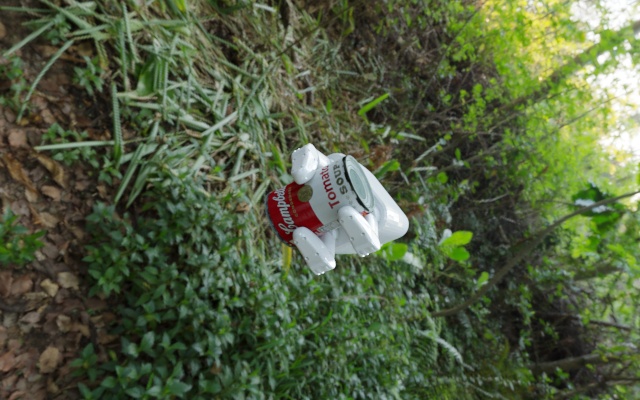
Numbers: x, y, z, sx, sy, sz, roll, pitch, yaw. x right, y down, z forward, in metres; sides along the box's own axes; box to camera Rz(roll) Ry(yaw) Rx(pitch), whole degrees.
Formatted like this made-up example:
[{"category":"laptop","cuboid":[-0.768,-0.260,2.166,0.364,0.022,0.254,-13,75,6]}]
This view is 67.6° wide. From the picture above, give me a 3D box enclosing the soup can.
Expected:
[{"category":"soup can","cuboid":[0.000,0.001,0.520,0.102,0.068,0.068,-25,-9,21]}]
